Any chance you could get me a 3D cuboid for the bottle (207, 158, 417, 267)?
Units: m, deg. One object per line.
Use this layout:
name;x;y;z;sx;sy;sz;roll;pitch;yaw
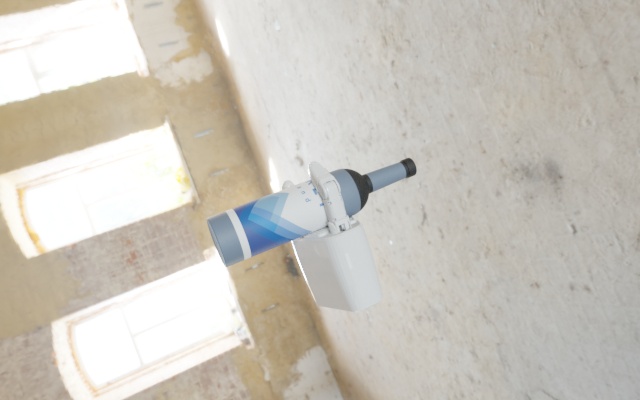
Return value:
bottle;0.000;0.002;0.640;0.295;0.069;0.069;-21;7;-18
